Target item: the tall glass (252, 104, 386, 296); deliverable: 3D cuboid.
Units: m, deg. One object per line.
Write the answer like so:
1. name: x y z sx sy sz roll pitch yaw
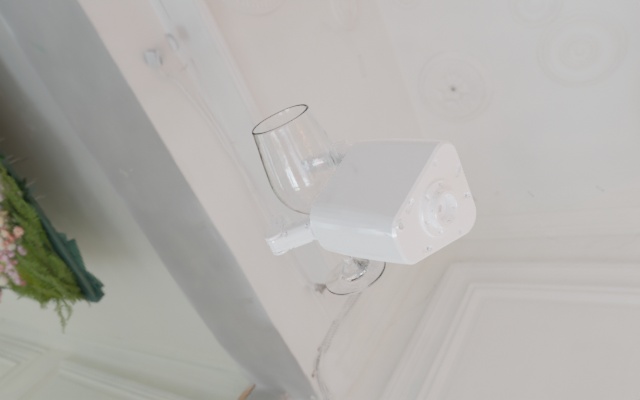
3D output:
1. tall glass: 0.000 0.002 0.508 0.079 0.201 0.079 -22 24 10
